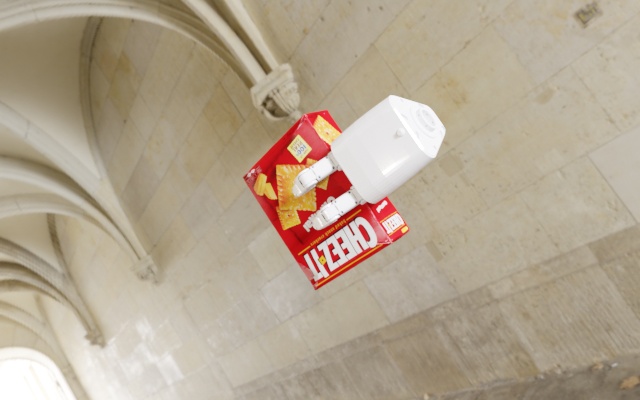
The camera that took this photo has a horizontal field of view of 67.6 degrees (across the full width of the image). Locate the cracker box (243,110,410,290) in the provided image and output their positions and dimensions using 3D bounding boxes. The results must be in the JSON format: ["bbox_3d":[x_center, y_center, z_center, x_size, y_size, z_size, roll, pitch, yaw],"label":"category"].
[{"bbox_3d":[0.000,0.002,0.705,0.164,0.213,0.072,-38,-8,36],"label":"cracker box"}]
